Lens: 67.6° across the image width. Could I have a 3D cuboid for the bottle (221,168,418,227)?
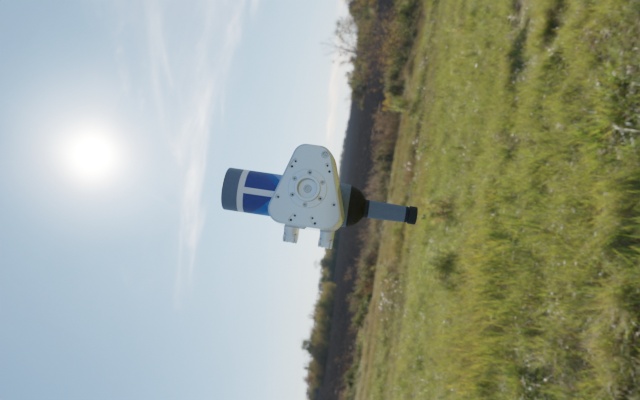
[{"bbox_3d":[0.000,0.002,0.735,0.296,0.069,0.069,8,0,3],"label":"bottle"}]
